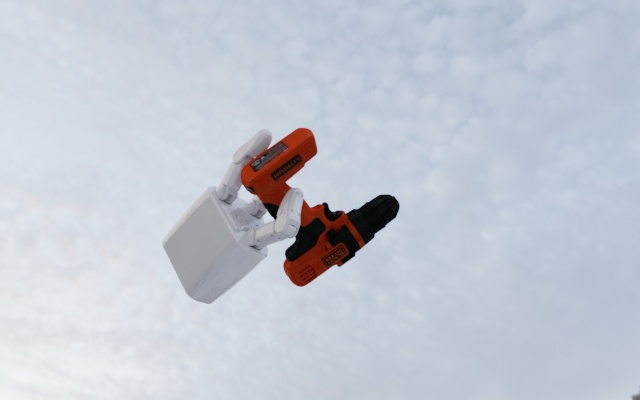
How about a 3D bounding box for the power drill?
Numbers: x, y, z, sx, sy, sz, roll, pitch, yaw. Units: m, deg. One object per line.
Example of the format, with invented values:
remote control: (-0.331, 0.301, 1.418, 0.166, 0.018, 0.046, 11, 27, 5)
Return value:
power drill: (0.000, 0.002, 0.622, 0.184, 0.188, 0.057, -36, 27, -7)
